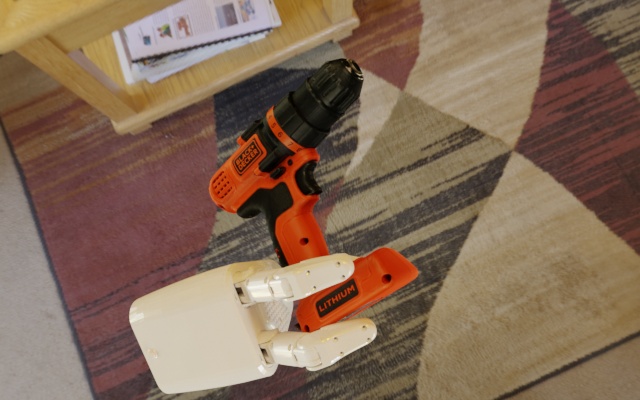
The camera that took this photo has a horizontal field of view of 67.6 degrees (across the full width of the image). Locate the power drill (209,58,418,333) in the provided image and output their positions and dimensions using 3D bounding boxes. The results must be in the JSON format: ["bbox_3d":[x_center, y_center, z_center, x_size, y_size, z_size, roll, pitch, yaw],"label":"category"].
[{"bbox_3d":[0.000,0.002,0.402,0.184,0.187,0.057,-41,-22,30],"label":"power drill"}]
